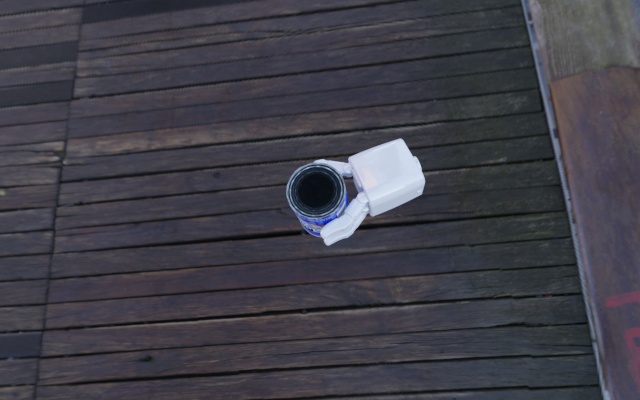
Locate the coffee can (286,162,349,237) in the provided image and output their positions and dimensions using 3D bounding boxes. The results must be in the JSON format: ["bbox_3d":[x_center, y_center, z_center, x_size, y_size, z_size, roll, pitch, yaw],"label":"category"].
[{"bbox_3d":[0.000,0.003,0.877,0.103,0.102,0.140,0,-17,7],"label":"coffee can"}]
